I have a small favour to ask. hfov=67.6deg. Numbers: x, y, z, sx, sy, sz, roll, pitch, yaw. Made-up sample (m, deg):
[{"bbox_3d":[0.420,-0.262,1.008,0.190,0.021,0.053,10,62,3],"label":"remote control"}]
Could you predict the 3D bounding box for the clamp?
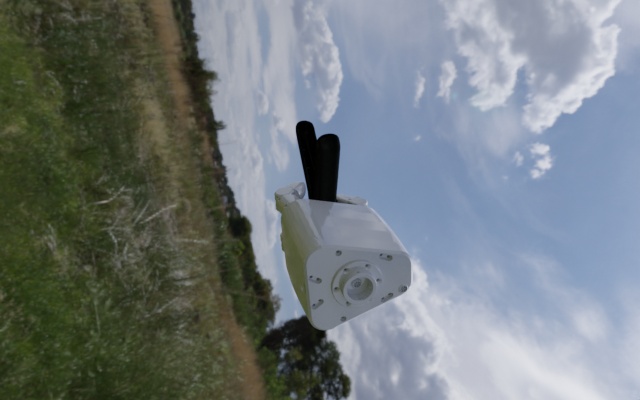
[{"bbox_3d":[0.001,0.002,0.595,0.036,0.210,0.164,-8,23,-9],"label":"clamp"}]
